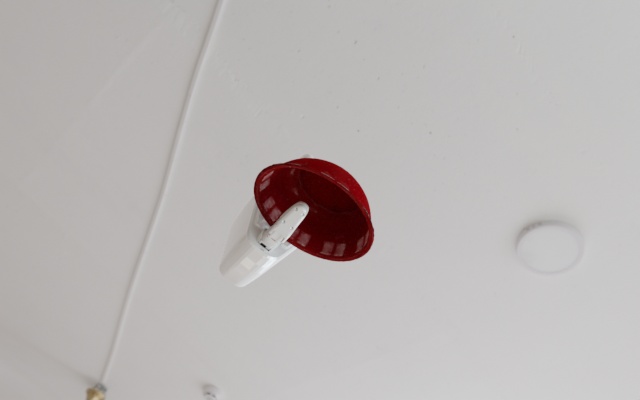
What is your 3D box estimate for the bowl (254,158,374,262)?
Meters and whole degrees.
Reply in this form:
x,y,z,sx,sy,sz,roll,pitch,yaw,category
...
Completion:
x,y,z,sx,sy,sz,roll,pitch,yaw,category
0.001,0.001,0.589,0.162,0.162,0.055,0,42,37,bowl
